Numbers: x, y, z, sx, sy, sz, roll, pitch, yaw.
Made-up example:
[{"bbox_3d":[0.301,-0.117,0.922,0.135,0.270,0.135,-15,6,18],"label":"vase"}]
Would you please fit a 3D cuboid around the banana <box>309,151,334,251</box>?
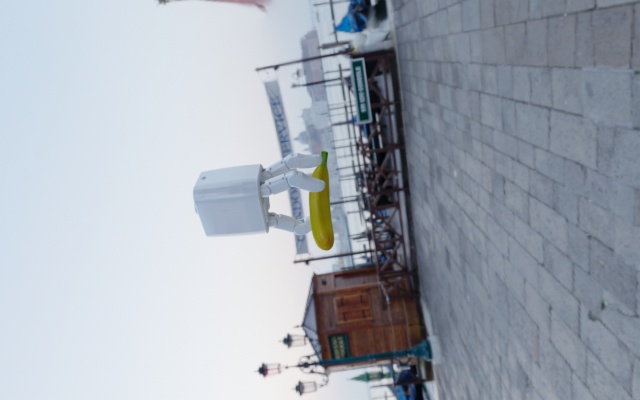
[{"bbox_3d":[0.000,0.012,0.777,0.037,0.197,0.070,-2,-39,-2],"label":"banana"}]
